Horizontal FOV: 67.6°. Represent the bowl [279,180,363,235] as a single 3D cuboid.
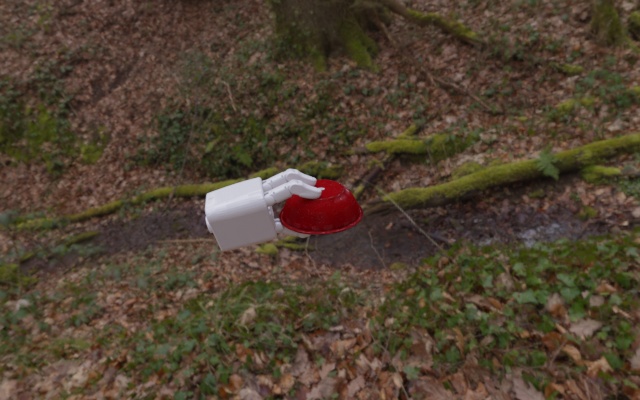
[{"bbox_3d":[0.001,0.002,0.900,0.162,0.055,0.162,-2,25,1],"label":"bowl"}]
